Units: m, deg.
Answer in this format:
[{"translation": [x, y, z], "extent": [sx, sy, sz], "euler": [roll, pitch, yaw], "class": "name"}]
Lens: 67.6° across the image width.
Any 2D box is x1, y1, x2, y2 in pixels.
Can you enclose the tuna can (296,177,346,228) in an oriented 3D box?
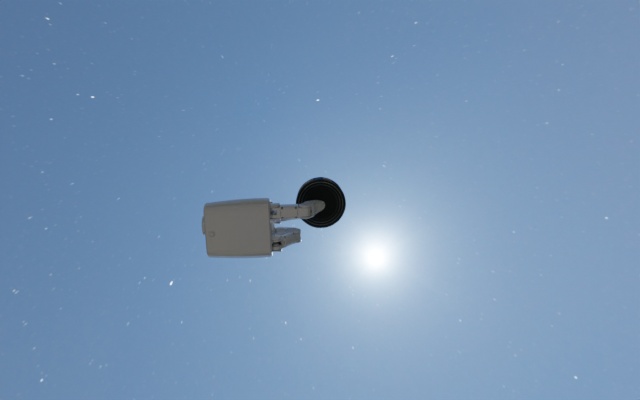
[{"translation": [0.000, 0.003, 0.830], "extent": [0.086, 0.086, 0.033], "euler": [0, 11, -2], "class": "tuna can"}]
